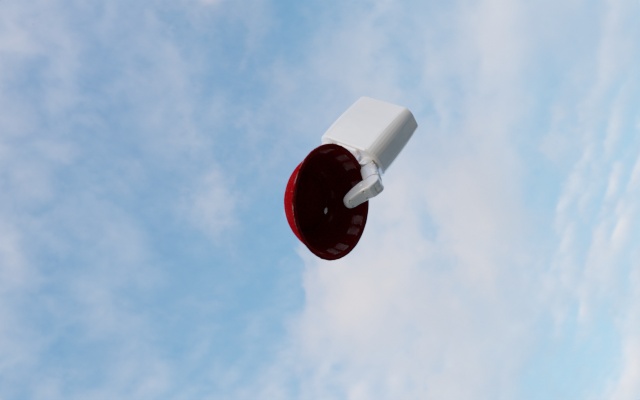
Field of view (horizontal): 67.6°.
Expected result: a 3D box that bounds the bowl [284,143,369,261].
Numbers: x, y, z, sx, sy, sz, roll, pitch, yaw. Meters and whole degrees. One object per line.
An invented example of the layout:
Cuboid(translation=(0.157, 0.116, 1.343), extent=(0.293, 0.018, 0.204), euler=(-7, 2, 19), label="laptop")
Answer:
Cuboid(translation=(-0.001, 0.003, 0.673), extent=(0.055, 0.162, 0.162), euler=(0, 0, 41), label="bowl")
